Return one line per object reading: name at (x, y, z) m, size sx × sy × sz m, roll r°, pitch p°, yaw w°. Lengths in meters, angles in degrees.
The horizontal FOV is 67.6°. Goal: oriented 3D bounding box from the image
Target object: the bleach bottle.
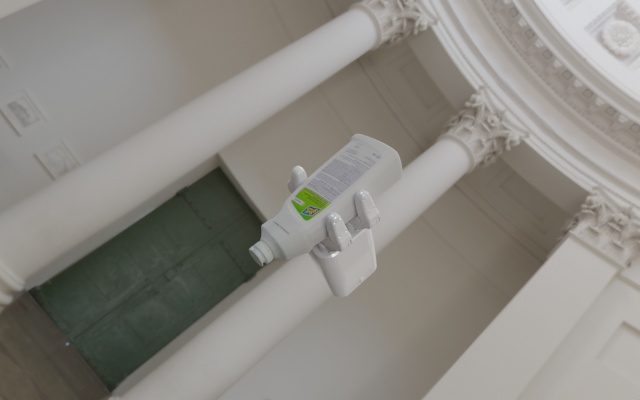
bleach bottle at (0.000, 0.002, 0.686) m, size 0.250 × 0.068 × 0.102 m, roll -38°, pitch 43°, yaw -22°
